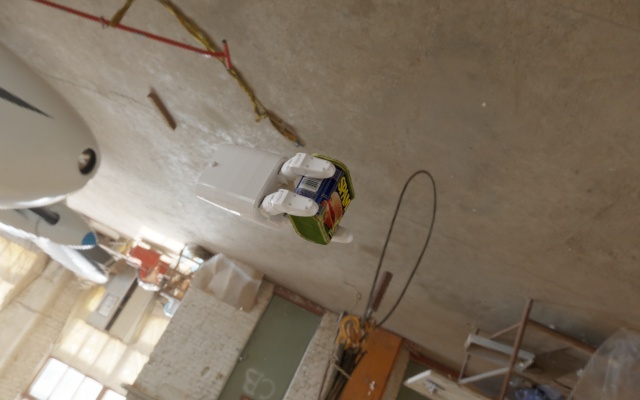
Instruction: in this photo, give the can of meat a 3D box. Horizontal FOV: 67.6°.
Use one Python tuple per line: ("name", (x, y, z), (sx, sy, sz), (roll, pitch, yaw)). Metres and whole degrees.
("can of meat", (0.000, 0.002, 0.637), (0.057, 0.084, 0.102), (19, -24, 21))
